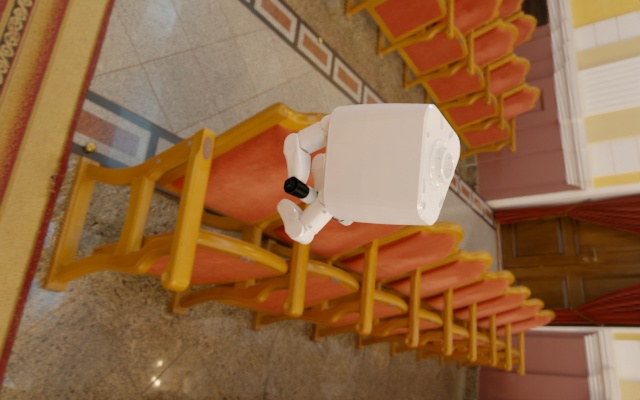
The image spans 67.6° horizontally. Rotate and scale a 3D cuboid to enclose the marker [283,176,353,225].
[{"bbox_3d":[0.000,0.002,0.524,0.020,0.020,0.121,0,-19,35],"label":"marker"}]
